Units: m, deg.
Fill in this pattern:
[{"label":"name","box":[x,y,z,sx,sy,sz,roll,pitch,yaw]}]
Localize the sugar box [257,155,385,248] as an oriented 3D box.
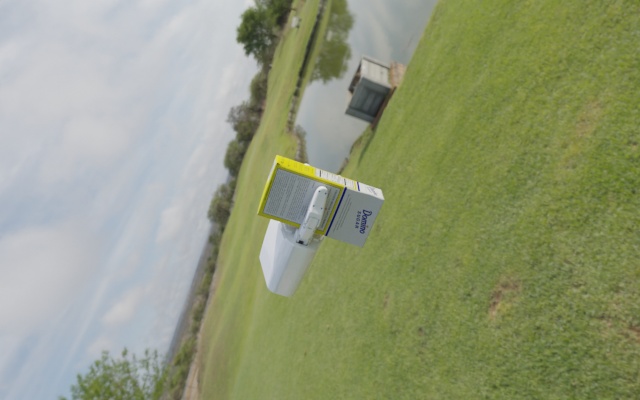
[{"label":"sugar box","box":[0.000,0.002,0.744,0.176,0.093,0.048,18,24,-11]}]
